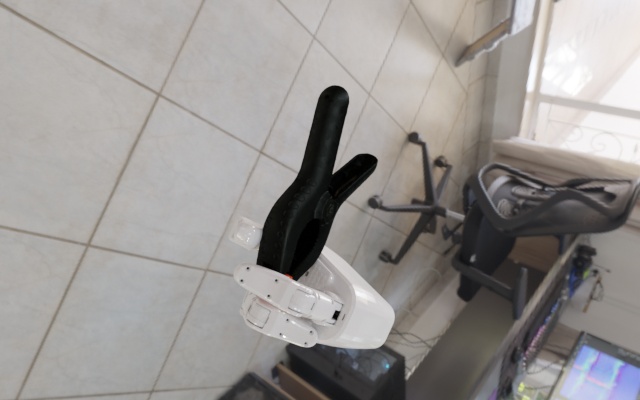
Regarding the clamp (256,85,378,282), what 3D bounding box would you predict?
[{"bbox_3d":[0.000,0.002,0.413,0.039,0.171,0.120,22,-7,35],"label":"clamp"}]
